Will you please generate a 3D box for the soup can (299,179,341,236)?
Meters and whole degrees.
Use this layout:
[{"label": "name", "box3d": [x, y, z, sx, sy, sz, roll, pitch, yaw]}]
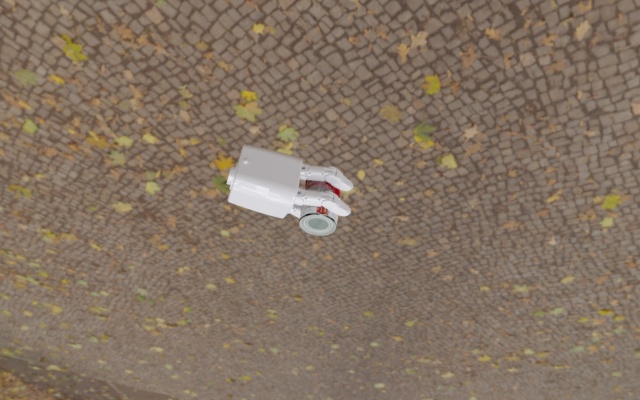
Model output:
[{"label": "soup can", "box3d": [0.001, 0.003, 0.857, 0.068, 0.102, 0.069, 5, -36, 4]}]
